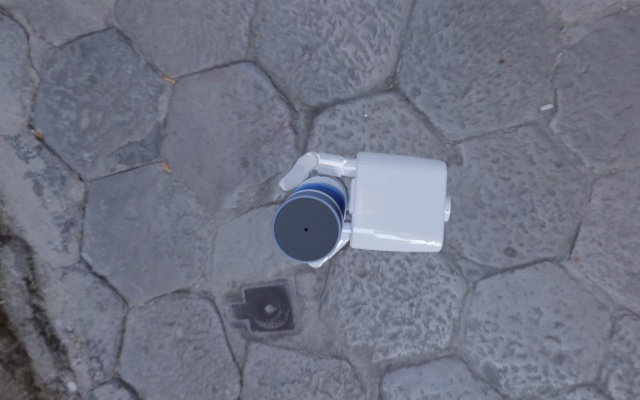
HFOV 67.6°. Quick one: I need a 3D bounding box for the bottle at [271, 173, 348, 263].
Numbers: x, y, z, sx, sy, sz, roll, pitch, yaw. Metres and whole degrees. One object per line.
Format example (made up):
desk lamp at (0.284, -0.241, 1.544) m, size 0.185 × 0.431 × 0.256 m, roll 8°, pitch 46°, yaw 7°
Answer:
bottle at (0.000, 0.002, 0.592) m, size 0.069 × 0.069 × 0.295 m, roll 0°, pitch 10°, yaw 5°
